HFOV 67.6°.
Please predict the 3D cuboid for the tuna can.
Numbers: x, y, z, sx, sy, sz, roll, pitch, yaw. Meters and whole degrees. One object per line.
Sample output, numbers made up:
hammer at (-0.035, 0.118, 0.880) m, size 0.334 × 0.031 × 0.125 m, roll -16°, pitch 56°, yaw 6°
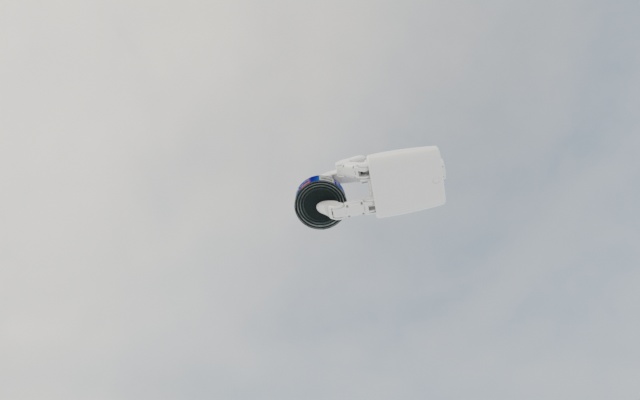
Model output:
tuna can at (0.000, 0.002, 0.785) m, size 0.086 × 0.086 × 0.033 m, roll 0°, pitch 22°, yaw -2°
